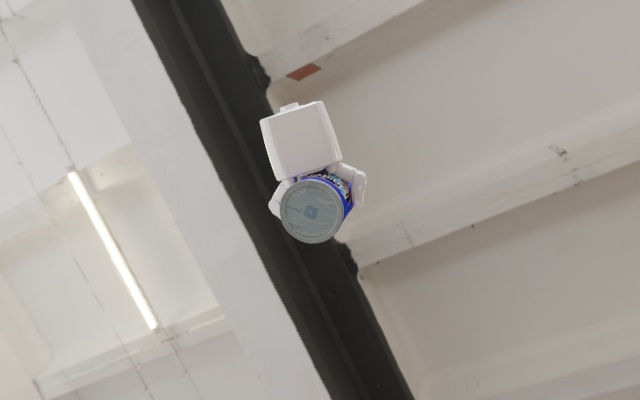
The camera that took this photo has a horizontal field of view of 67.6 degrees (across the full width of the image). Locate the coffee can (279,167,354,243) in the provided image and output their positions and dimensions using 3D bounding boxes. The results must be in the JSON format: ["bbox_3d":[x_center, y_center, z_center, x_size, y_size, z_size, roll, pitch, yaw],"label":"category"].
[{"bbox_3d":[0.000,0.003,0.808,0.103,0.103,0.140,0,13,13],"label":"coffee can"}]
